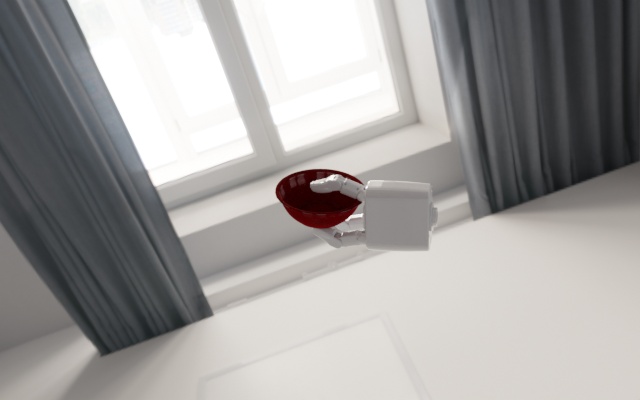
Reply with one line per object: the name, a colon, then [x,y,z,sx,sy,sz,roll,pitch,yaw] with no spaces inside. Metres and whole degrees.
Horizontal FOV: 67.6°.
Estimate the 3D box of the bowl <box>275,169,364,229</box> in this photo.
bowl: [-0.001,0.003,0.856,0.162,0.055,0.162,1,31,-1]
